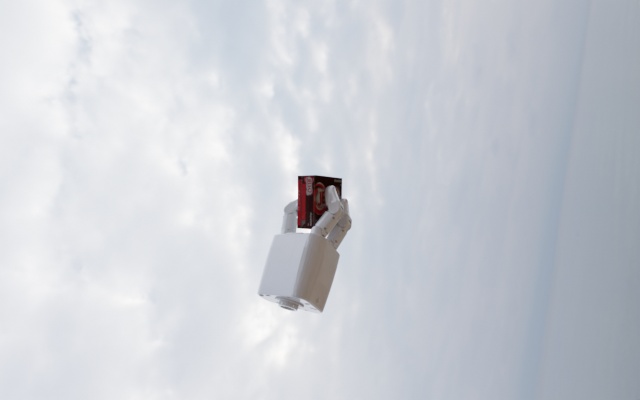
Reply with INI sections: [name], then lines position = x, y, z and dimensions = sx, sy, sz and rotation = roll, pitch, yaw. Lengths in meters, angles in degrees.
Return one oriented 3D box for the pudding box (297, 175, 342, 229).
[pudding box]
position = 0.000, 0.003, 0.829
dimensions = 0.039, 0.090, 0.113
rotation = 2, 1, 24
